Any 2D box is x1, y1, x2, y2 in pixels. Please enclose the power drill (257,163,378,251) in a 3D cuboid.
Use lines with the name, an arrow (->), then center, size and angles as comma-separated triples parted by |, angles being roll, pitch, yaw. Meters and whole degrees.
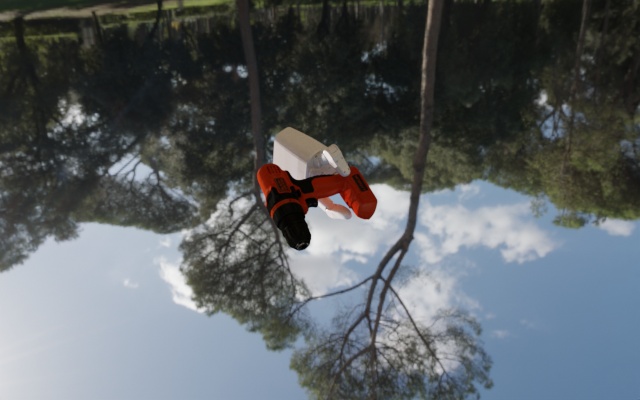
power drill -> 0.000, 0.002, 0.817 | 0.187, 0.184, 0.057 | -4, -43, -28
